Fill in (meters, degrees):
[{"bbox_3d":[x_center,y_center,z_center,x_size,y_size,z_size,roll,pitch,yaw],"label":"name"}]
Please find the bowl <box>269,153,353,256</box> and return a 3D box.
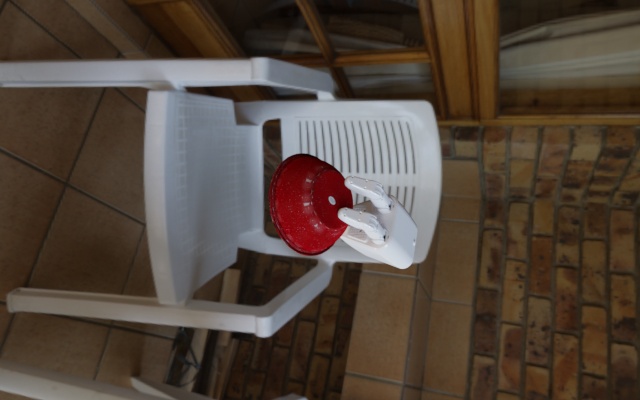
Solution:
[{"bbox_3d":[-0.001,0.002,0.725,0.055,0.162,0.162,-10,-7,44],"label":"bowl"}]
